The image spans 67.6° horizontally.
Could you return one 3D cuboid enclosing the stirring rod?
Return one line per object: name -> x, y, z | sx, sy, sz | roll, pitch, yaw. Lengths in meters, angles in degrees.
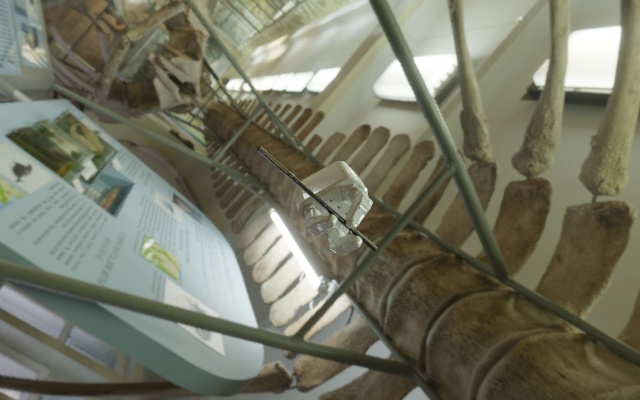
stirring rod -> 0.000, 0.002, 0.699 | 0.239, 0.011, 0.011 | 41, -17, -21
